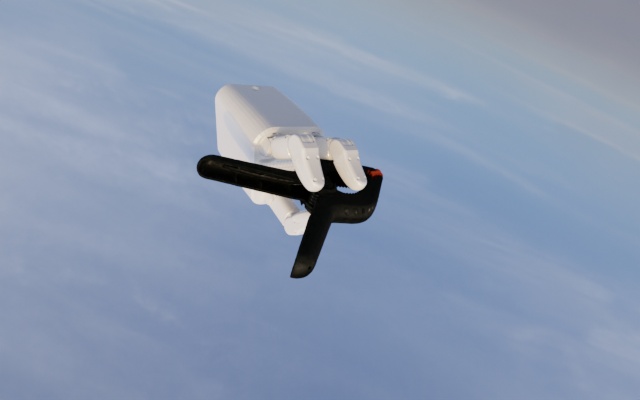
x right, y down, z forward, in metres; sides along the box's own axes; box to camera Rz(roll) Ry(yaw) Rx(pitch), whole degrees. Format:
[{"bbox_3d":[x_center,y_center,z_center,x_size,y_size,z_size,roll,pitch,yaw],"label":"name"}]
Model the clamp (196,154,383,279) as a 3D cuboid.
[{"bbox_3d":[0.000,0.002,0.493,0.210,0.036,0.164,-8,45,-40],"label":"clamp"}]
